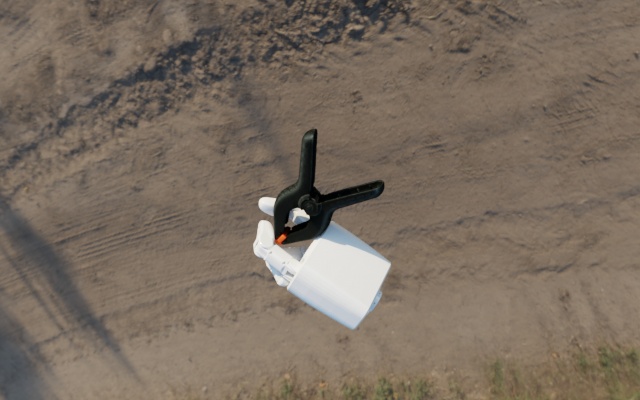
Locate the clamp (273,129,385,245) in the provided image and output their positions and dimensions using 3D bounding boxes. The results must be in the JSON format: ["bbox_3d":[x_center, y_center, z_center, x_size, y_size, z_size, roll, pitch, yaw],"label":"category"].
[{"bbox_3d":[0.000,0.002,0.626,0.120,0.171,0.039,33,33,3],"label":"clamp"}]
